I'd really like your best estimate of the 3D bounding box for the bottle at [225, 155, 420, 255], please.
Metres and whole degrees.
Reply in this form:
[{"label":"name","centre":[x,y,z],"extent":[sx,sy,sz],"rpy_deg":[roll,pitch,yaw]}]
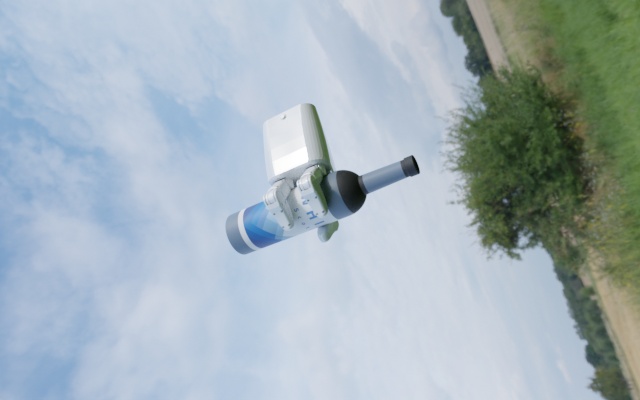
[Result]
[{"label":"bottle","centre":[0.000,0.002,0.688],"extent":[0.296,0.069,0.069],"rpy_deg":[-22,-8,22]}]
